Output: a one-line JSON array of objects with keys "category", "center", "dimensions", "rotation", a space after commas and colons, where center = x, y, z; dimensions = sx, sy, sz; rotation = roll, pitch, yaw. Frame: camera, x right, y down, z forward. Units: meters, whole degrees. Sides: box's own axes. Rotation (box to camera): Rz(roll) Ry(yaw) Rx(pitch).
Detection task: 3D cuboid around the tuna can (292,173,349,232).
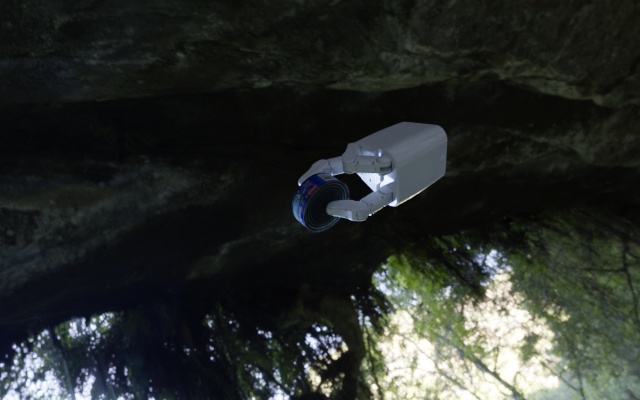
[{"category": "tuna can", "center": [0.000, 0.002, 0.709], "dimensions": [0.086, 0.086, 0.033], "rotation": [0, 28, -45]}]
